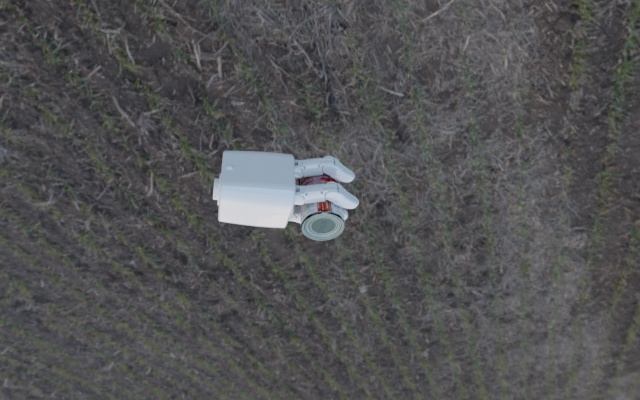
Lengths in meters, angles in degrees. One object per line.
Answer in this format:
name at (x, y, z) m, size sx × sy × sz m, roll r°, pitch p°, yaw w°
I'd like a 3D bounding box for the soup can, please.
soup can at (0.001, 0.003, 0.740) m, size 0.068 × 0.102 × 0.069 m, roll -3°, pitch -42°, yaw -3°
